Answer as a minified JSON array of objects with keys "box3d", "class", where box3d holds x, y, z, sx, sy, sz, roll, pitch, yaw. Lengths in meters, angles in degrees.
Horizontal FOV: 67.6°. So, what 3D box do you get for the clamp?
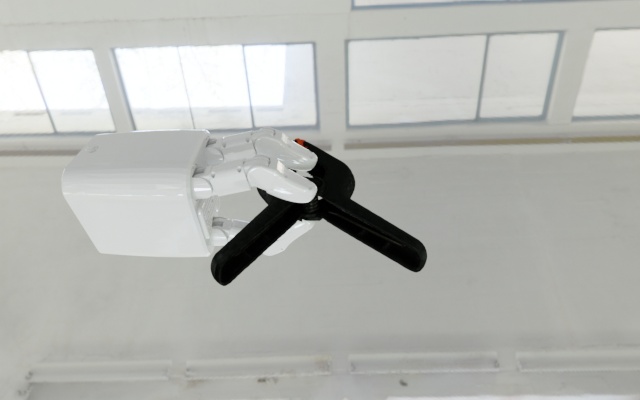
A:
[{"box3d":[0.000,0.002,0.435,0.164,0.036,0.209,2,33,-1],"class":"clamp"}]
